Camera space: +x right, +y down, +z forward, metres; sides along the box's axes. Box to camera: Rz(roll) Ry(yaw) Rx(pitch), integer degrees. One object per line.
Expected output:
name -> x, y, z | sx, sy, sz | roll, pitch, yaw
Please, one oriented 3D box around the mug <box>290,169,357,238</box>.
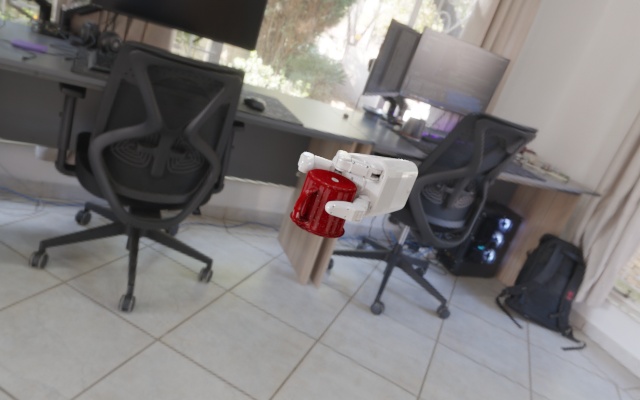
mug -> -0.001, 0.002, 0.744 | 0.093, 0.081, 0.117 | 32, 23, 32
